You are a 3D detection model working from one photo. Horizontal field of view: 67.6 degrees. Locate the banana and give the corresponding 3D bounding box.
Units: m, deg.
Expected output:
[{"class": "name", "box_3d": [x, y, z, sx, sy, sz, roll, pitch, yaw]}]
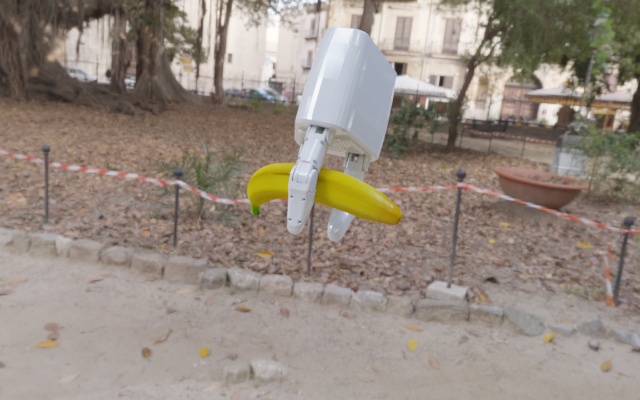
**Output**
[{"class": "banana", "box_3d": [-0.011, -0.009, 0.498, 0.198, 0.037, 0.070, 4, -33, 37]}]
